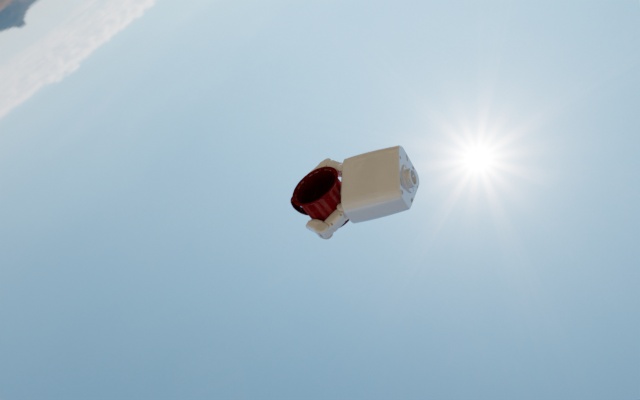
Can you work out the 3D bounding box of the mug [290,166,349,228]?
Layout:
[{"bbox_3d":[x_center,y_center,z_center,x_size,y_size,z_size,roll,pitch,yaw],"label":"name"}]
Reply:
[{"bbox_3d":[-0.001,0.003,0.856,0.117,0.093,0.081,-14,-49,31],"label":"mug"}]
